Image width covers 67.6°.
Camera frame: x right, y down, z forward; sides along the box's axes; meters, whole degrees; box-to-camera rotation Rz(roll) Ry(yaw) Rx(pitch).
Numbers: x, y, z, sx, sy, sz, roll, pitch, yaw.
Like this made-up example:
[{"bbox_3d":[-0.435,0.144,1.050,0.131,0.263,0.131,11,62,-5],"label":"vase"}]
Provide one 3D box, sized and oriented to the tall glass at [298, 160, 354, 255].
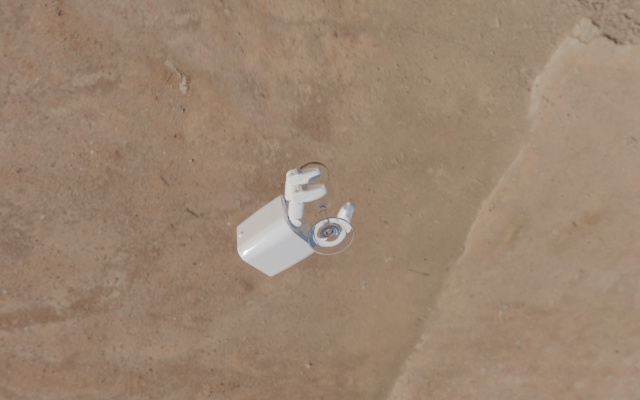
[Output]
[{"bbox_3d":[0.000,0.003,0.830,0.079,0.079,0.201,0,33,-11],"label":"tall glass"}]
